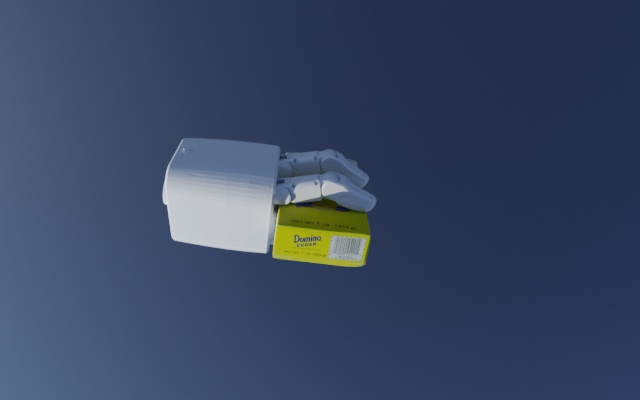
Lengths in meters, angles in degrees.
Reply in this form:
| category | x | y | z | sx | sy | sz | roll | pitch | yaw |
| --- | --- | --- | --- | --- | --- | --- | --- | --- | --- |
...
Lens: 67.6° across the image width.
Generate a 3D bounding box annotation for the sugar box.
| category | x | y | z | sx | sy | sz | roll | pitch | yaw |
| --- | --- | --- | --- | --- | --- | --- | --- | --- | --- |
| sugar box | 0.000 | 0.001 | 0.531 | 0.093 | 0.048 | 0.176 | 7 | 31 | -6 |
